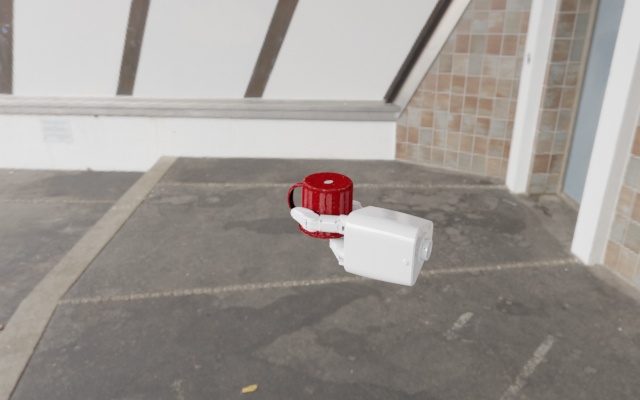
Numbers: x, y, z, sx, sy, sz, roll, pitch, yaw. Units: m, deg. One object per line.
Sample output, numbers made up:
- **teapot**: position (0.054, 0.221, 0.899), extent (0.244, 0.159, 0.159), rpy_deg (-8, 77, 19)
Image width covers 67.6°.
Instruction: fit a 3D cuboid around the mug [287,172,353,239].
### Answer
- **mug**: position (-0.001, 0.002, 0.774), extent (0.117, 0.081, 0.093), rpy_deg (13, 27, 23)
